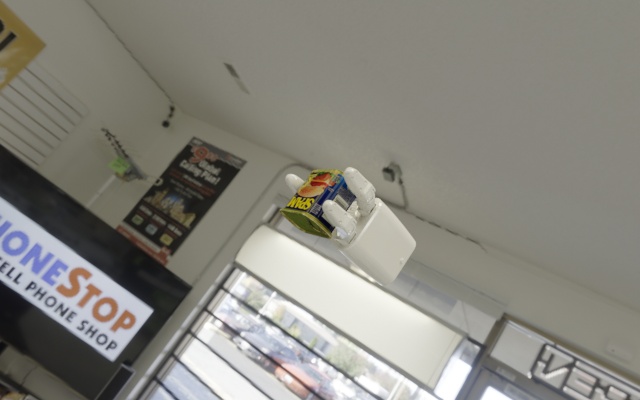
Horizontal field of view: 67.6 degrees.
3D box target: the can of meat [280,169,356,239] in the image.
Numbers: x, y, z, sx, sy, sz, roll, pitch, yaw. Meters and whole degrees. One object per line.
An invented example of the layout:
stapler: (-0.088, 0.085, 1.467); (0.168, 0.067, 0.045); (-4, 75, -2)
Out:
can of meat: (0.000, 0.002, 0.696); (0.057, 0.084, 0.102); (44, -17, -24)
